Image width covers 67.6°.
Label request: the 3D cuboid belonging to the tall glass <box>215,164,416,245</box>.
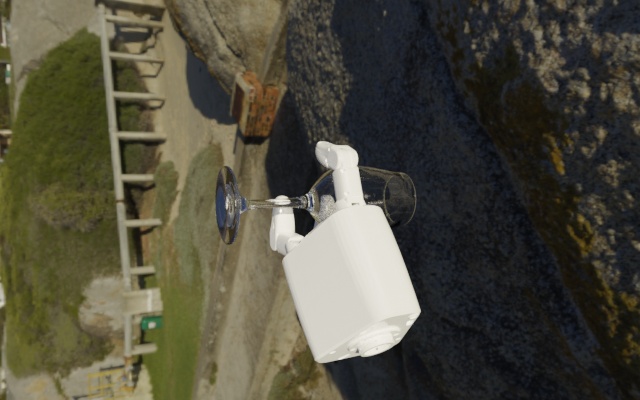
[{"bbox_3d":[-0.001,0.001,0.490,0.201,0.079,0.079,-2,1,-27],"label":"tall glass"}]
